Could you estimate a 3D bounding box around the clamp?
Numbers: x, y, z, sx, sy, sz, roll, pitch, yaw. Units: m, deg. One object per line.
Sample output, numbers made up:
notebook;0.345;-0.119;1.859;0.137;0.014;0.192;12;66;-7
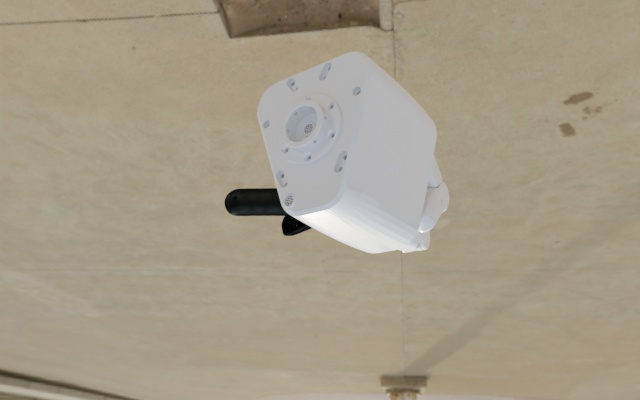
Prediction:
clamp;0.000;0.002;0.447;0.171;0.039;0.120;-16;-16;31
